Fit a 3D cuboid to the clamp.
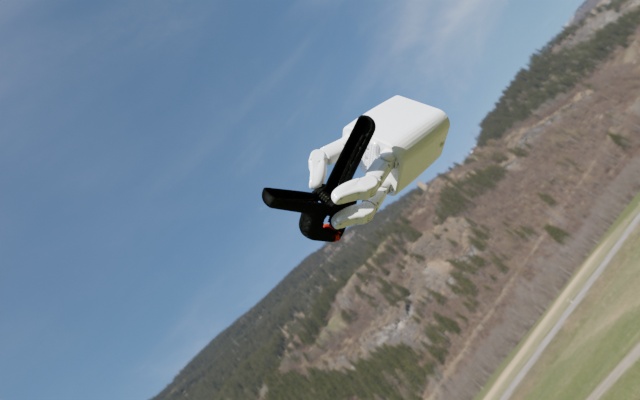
[{"bbox_3d":[0.000,0.002,0.619,0.164,0.036,0.210,-34,-29,-22],"label":"clamp"}]
